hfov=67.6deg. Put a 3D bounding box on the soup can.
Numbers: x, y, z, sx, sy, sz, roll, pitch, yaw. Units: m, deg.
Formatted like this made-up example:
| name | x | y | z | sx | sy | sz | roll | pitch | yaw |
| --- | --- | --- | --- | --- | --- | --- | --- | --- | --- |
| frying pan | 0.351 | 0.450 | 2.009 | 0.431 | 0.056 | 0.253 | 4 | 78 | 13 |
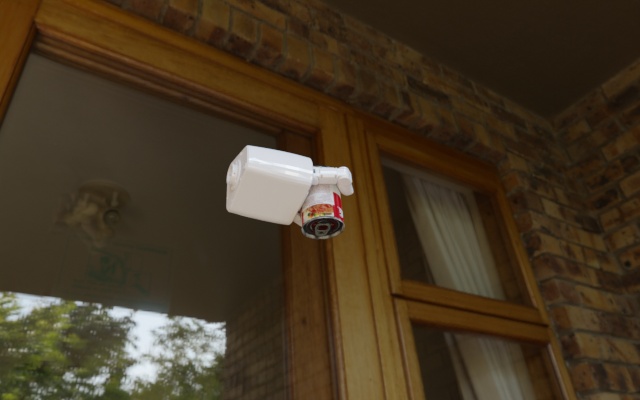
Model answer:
| name | x | y | z | sx | sy | sz | roll | pitch | yaw |
| --- | --- | --- | --- | --- | --- | --- | --- | --- | --- |
| soup can | 0.001 | 0.002 | 0.774 | 0.068 | 0.102 | 0.069 | -4 | -33 | -2 |
